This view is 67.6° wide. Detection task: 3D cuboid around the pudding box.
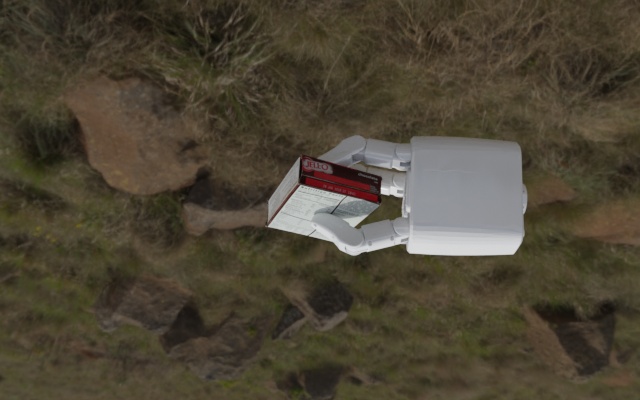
[{"bbox_3d":[0.000,0.002,0.506,0.090,0.039,0.113,15,-32,-18],"label":"pudding box"}]
